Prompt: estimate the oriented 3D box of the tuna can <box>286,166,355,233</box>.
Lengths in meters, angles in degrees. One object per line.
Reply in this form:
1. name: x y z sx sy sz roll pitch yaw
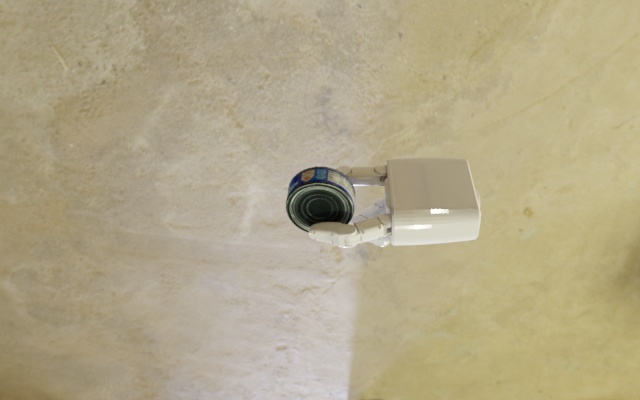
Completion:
1. tuna can: 0.000 0.002 0.591 0.086 0.086 0.033 0 39 5
